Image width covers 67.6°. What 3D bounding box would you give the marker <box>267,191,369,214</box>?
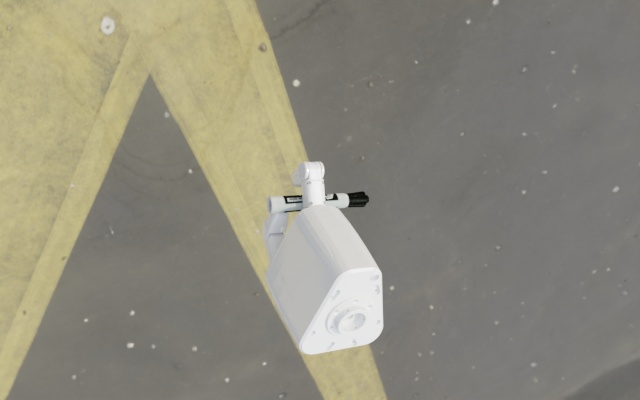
[{"bbox_3d":[0.000,0.002,0.539,0.121,0.020,0.020,-3,1,-23],"label":"marker"}]
